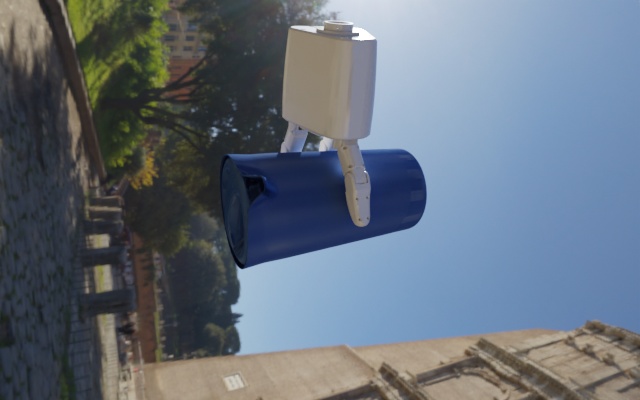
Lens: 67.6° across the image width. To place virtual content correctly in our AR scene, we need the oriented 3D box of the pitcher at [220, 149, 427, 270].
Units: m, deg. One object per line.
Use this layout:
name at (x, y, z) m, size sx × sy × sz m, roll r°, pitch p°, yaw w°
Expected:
pitcher at (0.000, 0.002, 0.599) m, size 0.243 × 0.145 × 0.149 m, roll -7°, pitch 26°, yaw -22°
